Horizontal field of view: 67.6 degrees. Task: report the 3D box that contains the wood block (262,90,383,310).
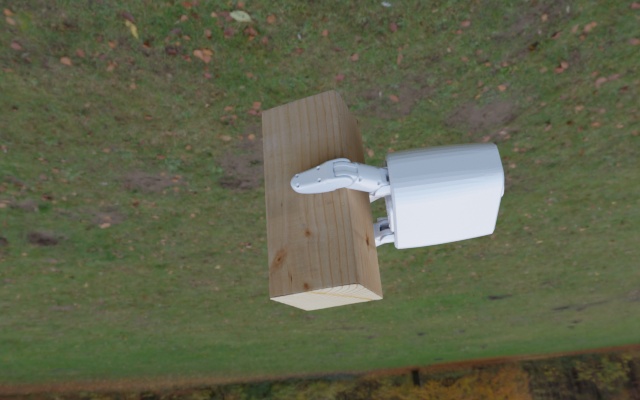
[{"bbox_3d":[0.000,0.002,0.507,0.090,0.206,0.091,-13,-24,18],"label":"wood block"}]
